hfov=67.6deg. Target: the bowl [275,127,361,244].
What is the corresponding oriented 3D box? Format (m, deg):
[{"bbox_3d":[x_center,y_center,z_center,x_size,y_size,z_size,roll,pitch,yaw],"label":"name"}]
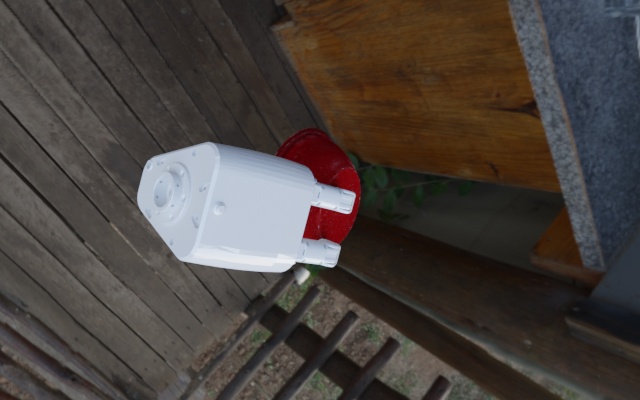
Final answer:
[{"bbox_3d":[0.001,0.002,0.542,0.055,0.162,0.162,16,8,29],"label":"bowl"}]
